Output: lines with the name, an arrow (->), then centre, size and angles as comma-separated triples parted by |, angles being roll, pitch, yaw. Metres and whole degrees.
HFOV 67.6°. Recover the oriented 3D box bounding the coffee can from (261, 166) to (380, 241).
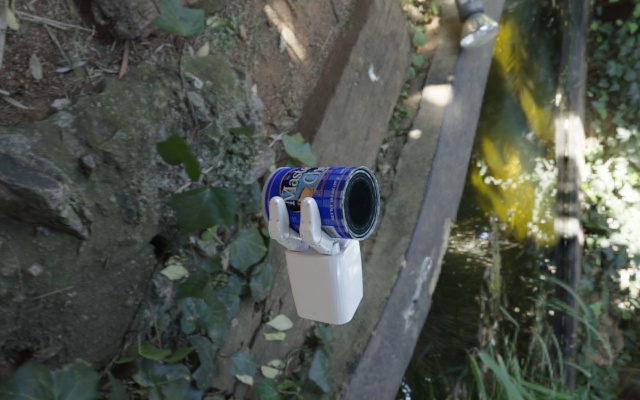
coffee can -> 0.000, 0.002, 0.692 | 0.140, 0.103, 0.103 | 2, 1, 35
